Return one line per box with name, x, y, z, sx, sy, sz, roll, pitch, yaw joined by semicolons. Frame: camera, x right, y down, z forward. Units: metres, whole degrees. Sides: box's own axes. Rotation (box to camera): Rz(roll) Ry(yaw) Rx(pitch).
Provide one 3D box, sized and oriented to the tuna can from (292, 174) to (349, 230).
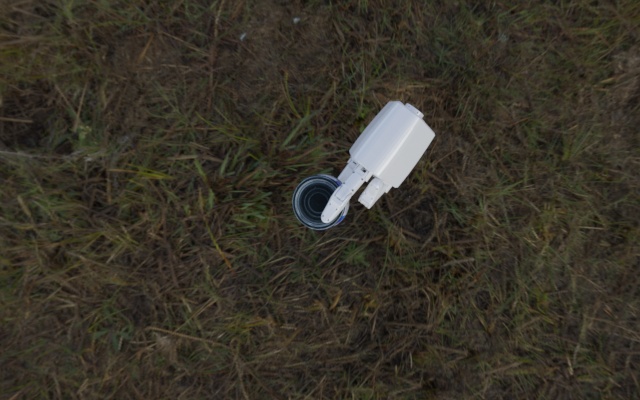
tuna can;0.000;0.003;0.742;0.086;0.086;0.034;0;5;14
